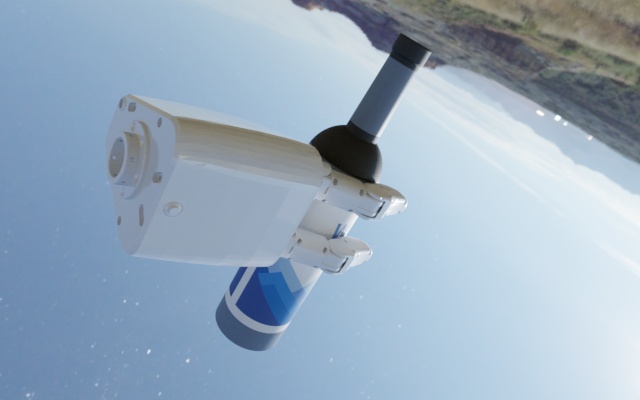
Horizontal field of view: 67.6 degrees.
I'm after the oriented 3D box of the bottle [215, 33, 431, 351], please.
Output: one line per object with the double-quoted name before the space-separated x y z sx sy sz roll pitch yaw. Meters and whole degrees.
"bottle" 0.000 0.002 0.405 0.069 0.296 0.069 26 22 -11
